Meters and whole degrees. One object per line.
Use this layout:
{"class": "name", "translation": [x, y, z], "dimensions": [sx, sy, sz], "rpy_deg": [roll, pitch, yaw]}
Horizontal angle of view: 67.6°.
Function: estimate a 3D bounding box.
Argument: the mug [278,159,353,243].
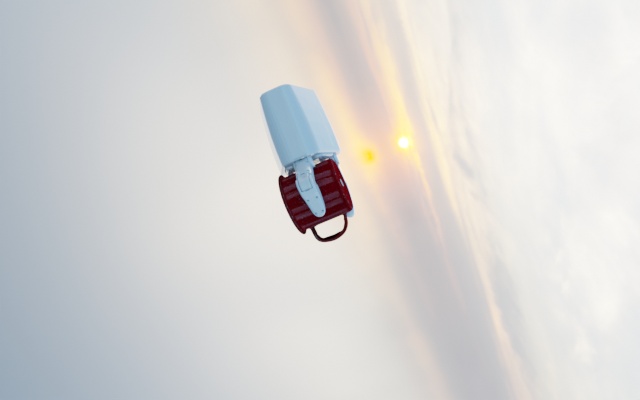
{"class": "mug", "translation": [0.001, 0.004, 0.684], "dimensions": [0.081, 0.117, 0.093], "rpy_deg": [-22, -3, 9]}
